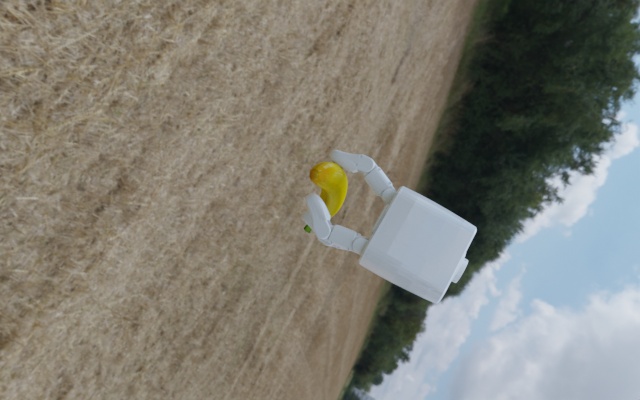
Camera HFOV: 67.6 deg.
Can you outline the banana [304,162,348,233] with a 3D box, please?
[{"bbox_3d":[0.010,-0.010,0.659,0.037,0.069,0.198,32,-22,12],"label":"banana"}]
